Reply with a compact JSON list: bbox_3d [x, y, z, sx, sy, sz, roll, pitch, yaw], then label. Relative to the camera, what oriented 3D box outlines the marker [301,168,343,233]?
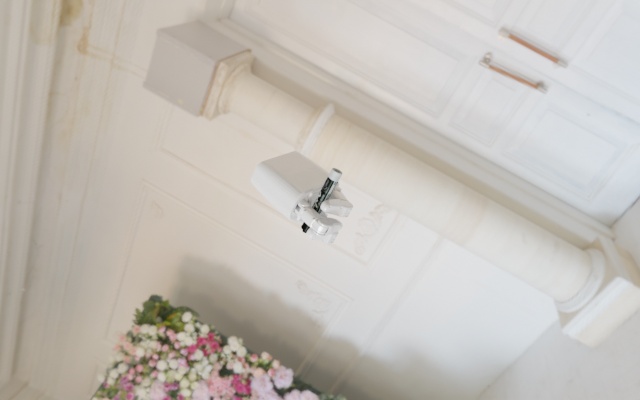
[{"bbox_3d":[0.000,0.003,0.774,0.020,0.121,0.020,24,22,-10],"label":"marker"}]
